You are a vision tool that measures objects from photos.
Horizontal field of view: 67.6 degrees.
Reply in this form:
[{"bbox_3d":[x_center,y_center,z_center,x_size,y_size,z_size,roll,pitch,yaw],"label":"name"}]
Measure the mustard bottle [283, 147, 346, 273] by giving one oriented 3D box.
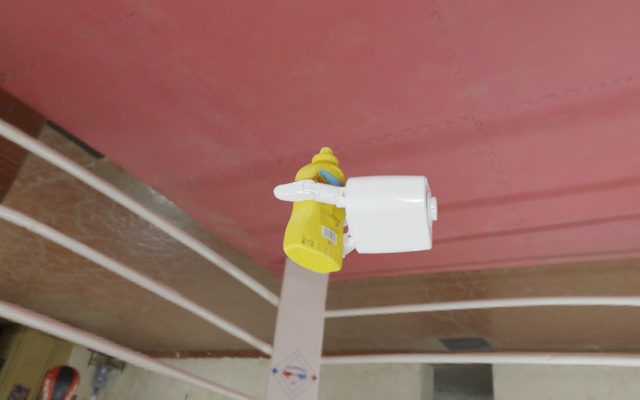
[{"bbox_3d":[0.000,0.003,0.702,0.058,0.191,0.096,-19,-39,37],"label":"mustard bottle"}]
